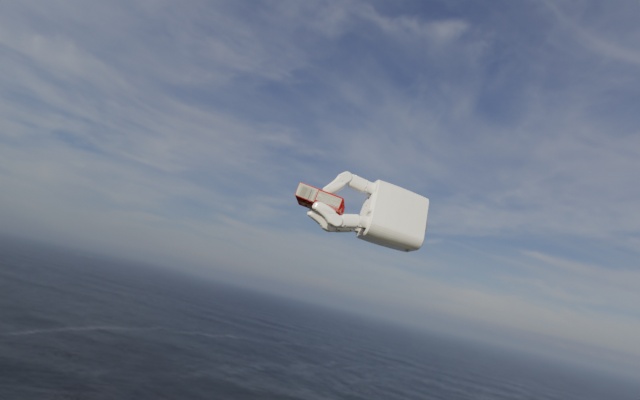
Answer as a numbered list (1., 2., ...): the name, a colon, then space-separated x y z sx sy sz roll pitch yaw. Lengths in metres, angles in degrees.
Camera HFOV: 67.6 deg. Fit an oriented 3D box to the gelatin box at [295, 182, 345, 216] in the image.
1. gelatin box: 0.000 0.002 0.888 0.089 0.030 0.073 21 -12 8
